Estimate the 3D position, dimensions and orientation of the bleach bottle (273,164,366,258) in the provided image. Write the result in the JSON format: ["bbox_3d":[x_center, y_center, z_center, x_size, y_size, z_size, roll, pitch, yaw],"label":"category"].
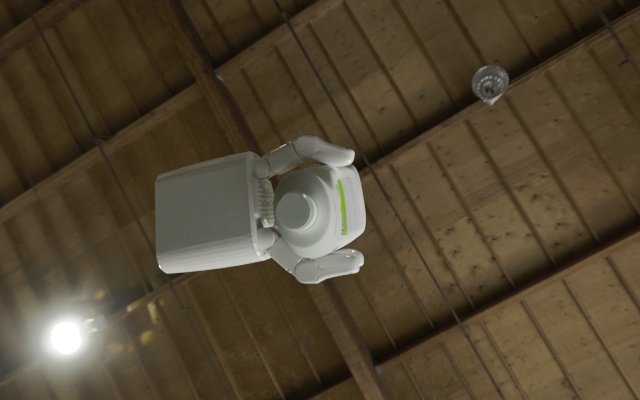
[{"bbox_3d":[0.000,0.002,0.488,0.068,0.102,0.251,-11,-3,10],"label":"bleach bottle"}]
